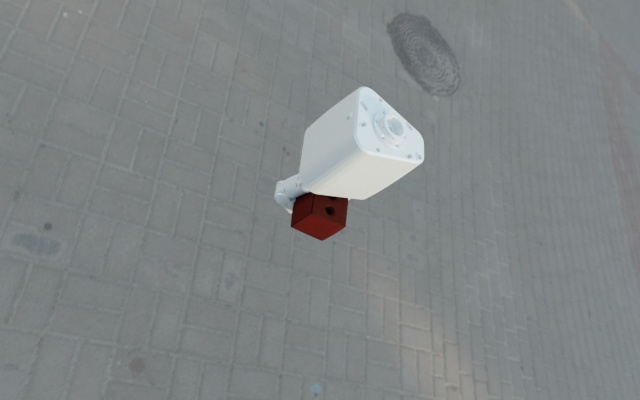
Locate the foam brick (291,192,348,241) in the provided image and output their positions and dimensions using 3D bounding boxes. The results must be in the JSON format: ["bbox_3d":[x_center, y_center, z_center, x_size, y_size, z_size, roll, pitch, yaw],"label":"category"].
[{"bbox_3d":[0.000,0.002,0.616,0.053,0.078,0.051,24,-34,-27],"label":"foam brick"}]
